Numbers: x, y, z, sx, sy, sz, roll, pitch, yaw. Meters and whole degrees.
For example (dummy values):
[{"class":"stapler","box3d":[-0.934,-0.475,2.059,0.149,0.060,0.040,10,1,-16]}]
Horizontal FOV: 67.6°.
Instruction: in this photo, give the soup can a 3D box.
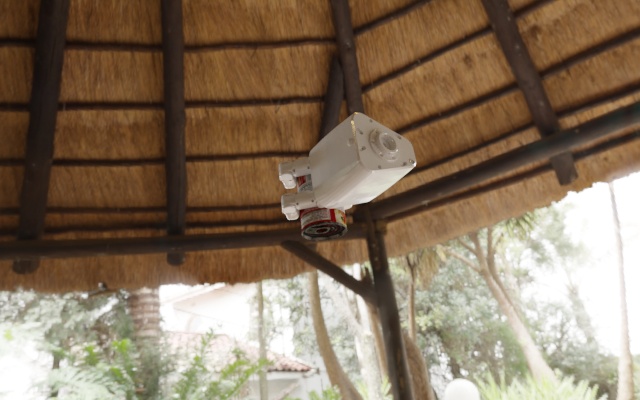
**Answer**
[{"class":"soup can","box3d":[0.000,0.002,0.726,0.068,0.102,0.068,-6,-25,-3]}]
